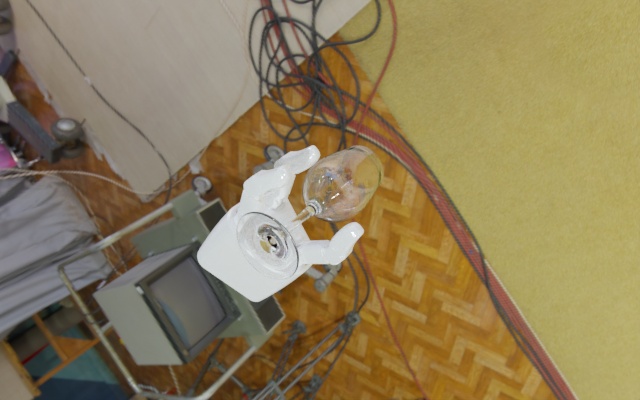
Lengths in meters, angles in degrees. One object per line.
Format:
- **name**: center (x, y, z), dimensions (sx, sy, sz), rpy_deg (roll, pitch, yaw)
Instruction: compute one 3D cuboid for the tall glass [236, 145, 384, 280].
- **tall glass**: center (0.000, 0.002, 0.528), dimensions (0.079, 0.079, 0.201), rpy_deg (0, 26, 36)
